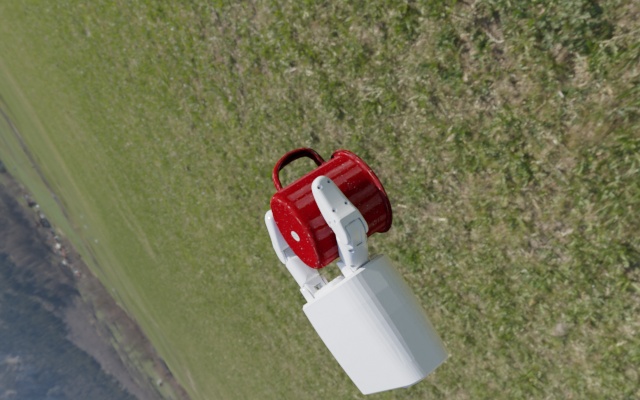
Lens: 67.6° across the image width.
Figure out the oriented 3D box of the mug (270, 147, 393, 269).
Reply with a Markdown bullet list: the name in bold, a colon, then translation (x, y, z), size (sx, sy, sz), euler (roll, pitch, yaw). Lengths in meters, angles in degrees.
- **mug**: translation (-0.001, 0.000, 0.452), size (0.081, 0.117, 0.093), euler (-32, -11, -20)
